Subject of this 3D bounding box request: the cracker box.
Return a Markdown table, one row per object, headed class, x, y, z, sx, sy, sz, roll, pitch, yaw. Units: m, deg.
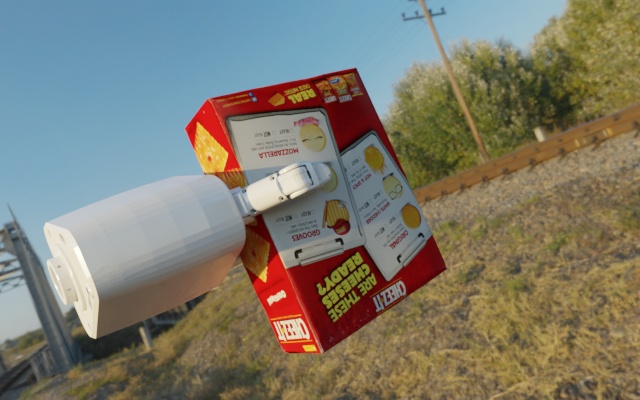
| class | x | y | z | sx | sy | sz | roll | pitch | yaw |
| --- | --- | --- | --- | --- | --- | --- | --- | --- | --- |
| cracker box | 0.000 | 0.001 | 0.431 | 0.164 | 0.213 | 0.072 | -23 | -2 | -36 |
